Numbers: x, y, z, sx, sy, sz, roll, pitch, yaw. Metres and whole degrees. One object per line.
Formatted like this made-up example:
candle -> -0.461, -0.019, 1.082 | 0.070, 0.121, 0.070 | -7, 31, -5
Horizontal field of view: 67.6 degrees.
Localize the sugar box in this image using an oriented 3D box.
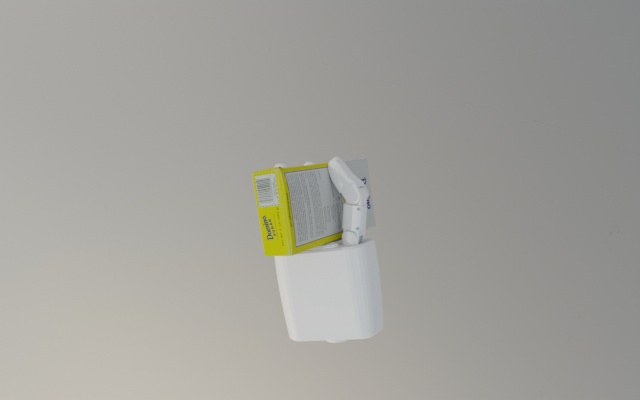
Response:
sugar box -> 0.000, 0.002, 0.564 | 0.048, 0.093, 0.176 | -6, 3, 34
